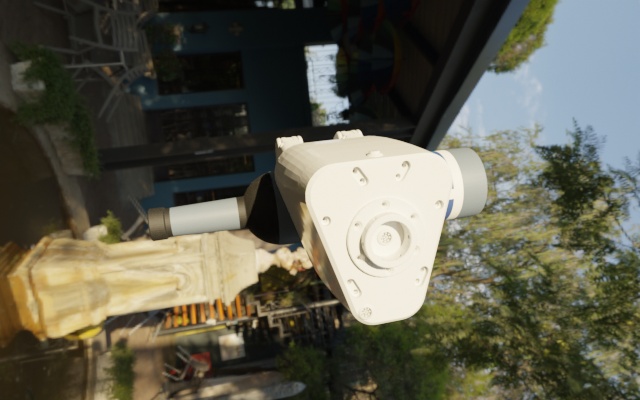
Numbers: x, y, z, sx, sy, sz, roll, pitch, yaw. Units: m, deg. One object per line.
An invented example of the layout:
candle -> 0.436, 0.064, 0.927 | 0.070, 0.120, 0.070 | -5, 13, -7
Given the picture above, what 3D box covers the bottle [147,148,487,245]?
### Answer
bottle -> 0.000, 0.001, 0.430 | 0.296, 0.069, 0.069 | -8, 1, -12
